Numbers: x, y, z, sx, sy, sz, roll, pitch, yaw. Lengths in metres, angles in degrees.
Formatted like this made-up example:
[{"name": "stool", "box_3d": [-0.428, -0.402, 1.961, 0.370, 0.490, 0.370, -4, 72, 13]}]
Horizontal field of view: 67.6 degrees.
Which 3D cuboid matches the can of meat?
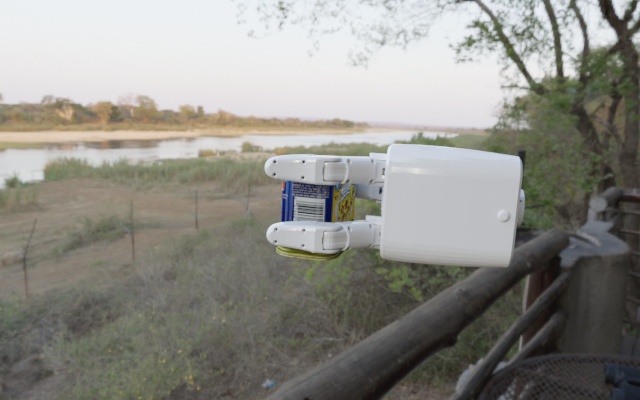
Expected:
[{"name": "can of meat", "box_3d": [0.000, 0.001, 0.445, 0.057, 0.084, 0.102, 6, 10, 16]}]
